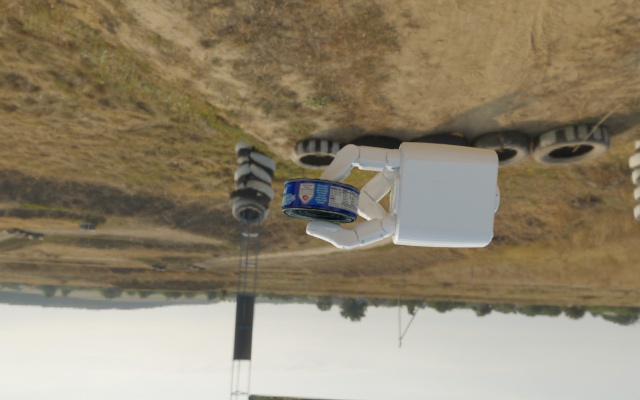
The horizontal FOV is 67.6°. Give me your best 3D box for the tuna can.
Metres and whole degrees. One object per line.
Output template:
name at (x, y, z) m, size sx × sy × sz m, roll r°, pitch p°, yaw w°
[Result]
tuna can at (0.000, 0.002, 0.532) m, size 0.086 × 0.033 × 0.086 m, roll 7°, pitch -11°, yaw 1°
